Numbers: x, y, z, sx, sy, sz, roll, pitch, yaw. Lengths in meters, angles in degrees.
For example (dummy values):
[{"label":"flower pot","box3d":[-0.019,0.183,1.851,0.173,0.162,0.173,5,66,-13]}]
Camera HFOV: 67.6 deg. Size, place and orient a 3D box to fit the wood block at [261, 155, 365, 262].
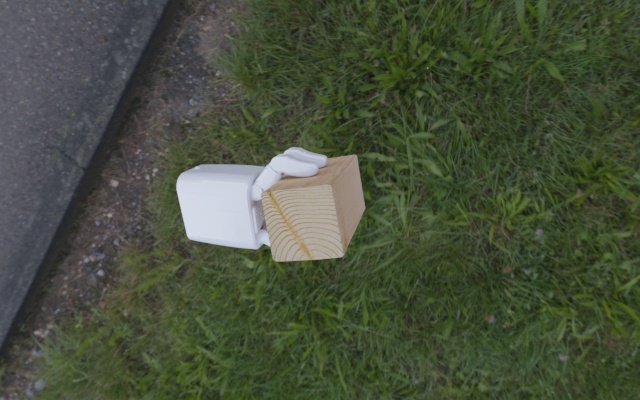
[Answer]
[{"label":"wood block","box3d":[0.000,0.003,0.655,0.090,0.091,0.206,-6,14,14]}]
